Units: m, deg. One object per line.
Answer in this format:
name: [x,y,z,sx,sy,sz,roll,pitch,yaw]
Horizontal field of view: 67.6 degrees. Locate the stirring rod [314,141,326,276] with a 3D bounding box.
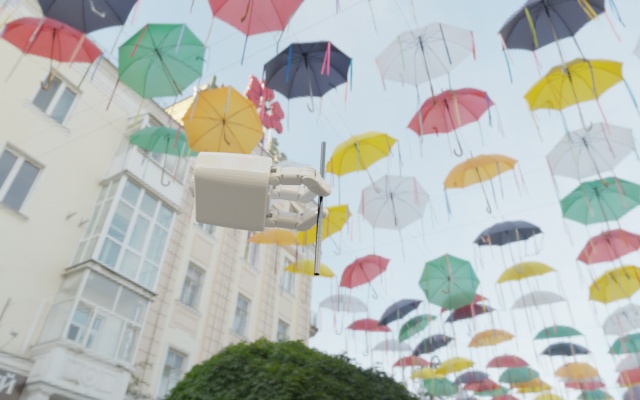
stirring rod: [0.000,0.002,0.709,0.011,0.239,0.011,2,-37,1]
